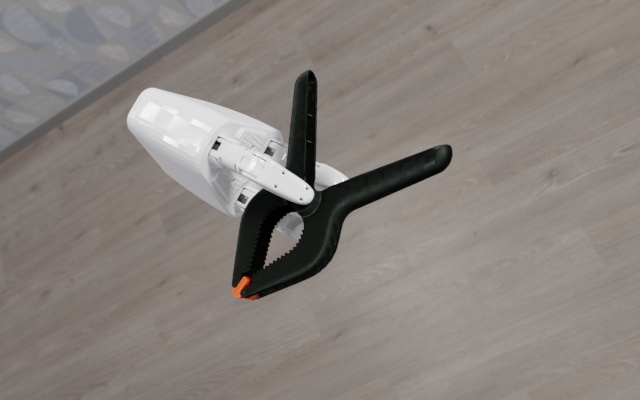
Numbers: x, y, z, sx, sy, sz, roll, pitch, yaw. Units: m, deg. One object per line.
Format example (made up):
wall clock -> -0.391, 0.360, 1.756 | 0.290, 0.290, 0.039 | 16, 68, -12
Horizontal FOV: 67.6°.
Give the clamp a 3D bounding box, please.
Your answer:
clamp -> -0.001, 0.001, 0.407 | 0.164, 0.210, 0.036 | 27, -4, 28
